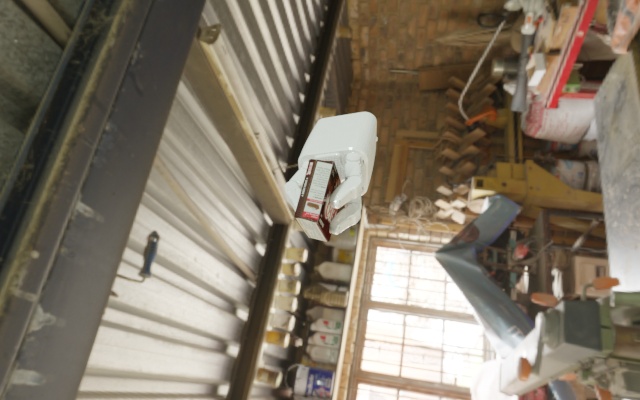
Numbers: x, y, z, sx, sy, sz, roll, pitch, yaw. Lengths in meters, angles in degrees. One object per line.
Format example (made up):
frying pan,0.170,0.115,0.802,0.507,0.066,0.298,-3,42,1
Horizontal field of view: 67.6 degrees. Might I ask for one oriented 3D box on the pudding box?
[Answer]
pudding box,0.000,0.002,0.680,0.039,0.090,0.113,10,-16,14
